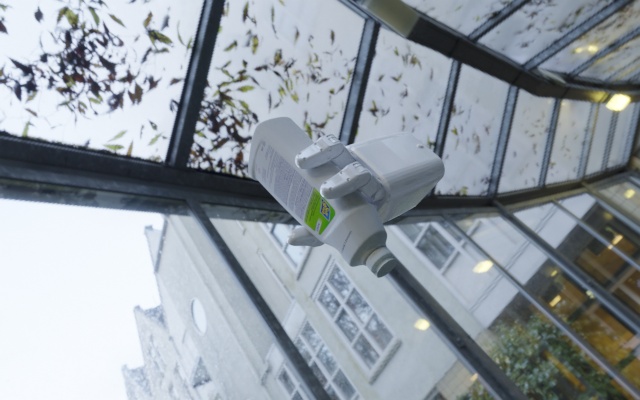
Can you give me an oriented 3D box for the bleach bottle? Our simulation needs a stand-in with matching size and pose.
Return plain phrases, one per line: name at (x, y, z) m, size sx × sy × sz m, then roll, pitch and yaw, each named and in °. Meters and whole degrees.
bleach bottle at (0.000, 0.002, 0.593) m, size 0.068 × 0.103 × 0.250 m, roll -19°, pitch 51°, yaw -31°
